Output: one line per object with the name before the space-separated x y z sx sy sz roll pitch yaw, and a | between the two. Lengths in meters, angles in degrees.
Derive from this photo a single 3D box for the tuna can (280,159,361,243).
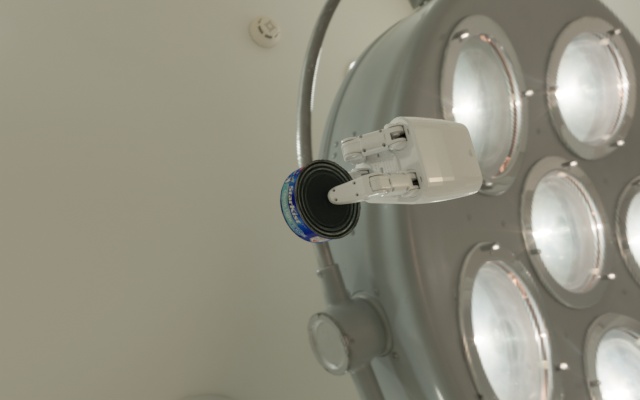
tuna can | 0.000 0.002 0.510 0.086 0.086 0.034 0 -13 -38
